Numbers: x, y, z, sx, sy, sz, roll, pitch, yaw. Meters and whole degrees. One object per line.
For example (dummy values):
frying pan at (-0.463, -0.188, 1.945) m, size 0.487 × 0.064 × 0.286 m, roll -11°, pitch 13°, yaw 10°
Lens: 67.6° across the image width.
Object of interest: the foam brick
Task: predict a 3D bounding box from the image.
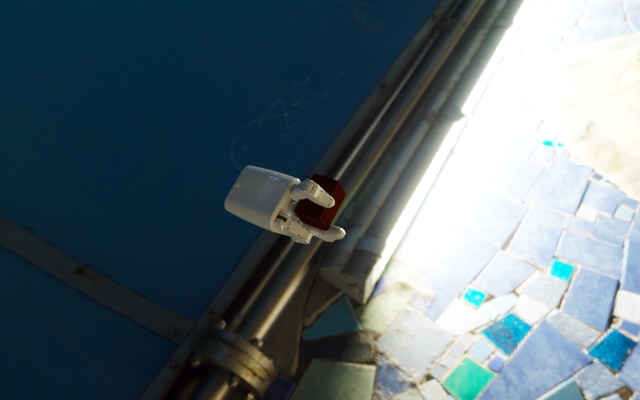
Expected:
foam brick at (0.000, 0.002, 0.812) m, size 0.051 × 0.078 × 0.053 m, roll 19°, pitch -20°, yaw 26°
